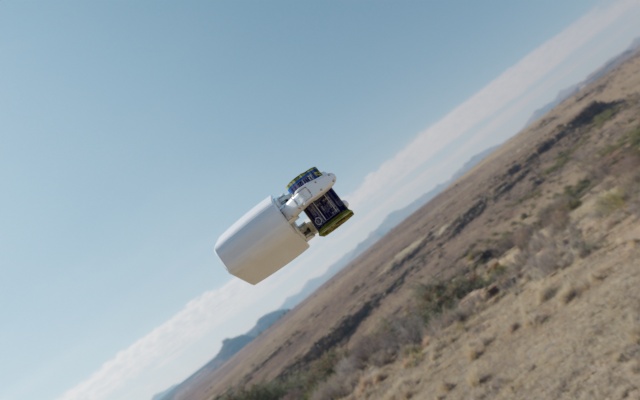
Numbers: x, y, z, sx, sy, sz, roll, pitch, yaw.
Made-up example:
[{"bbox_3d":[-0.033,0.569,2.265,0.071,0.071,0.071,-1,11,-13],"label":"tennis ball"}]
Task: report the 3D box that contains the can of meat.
[{"bbox_3d":[0.000,0.002,0.687,0.057,0.084,0.102,-38,-8,2],"label":"can of meat"}]
